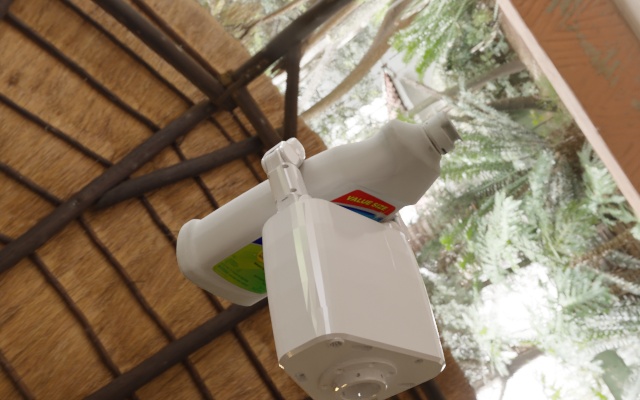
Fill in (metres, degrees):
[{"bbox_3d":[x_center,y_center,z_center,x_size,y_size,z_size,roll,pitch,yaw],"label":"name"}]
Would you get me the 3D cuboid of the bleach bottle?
[{"bbox_3d":[0.000,0.001,0.410,0.251,0.068,0.103,-33,-47,20],"label":"bleach bottle"}]
